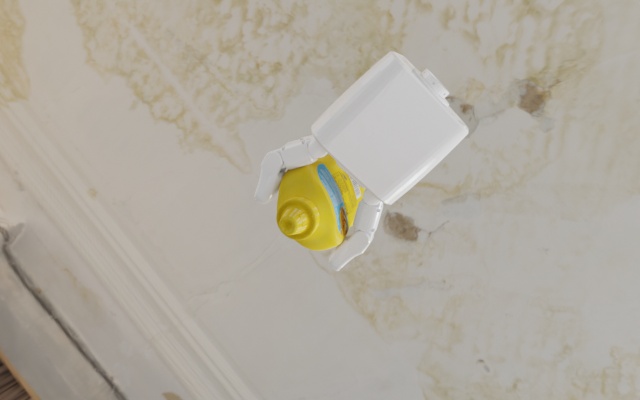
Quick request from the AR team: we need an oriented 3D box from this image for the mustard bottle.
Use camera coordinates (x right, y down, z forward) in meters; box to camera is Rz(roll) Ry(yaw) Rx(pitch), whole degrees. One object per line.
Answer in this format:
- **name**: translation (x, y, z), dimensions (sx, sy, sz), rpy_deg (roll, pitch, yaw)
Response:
- **mustard bottle**: translation (0.000, 0.002, 0.518), dimensions (0.058, 0.096, 0.191), rpy_deg (-16, 7, 21)
